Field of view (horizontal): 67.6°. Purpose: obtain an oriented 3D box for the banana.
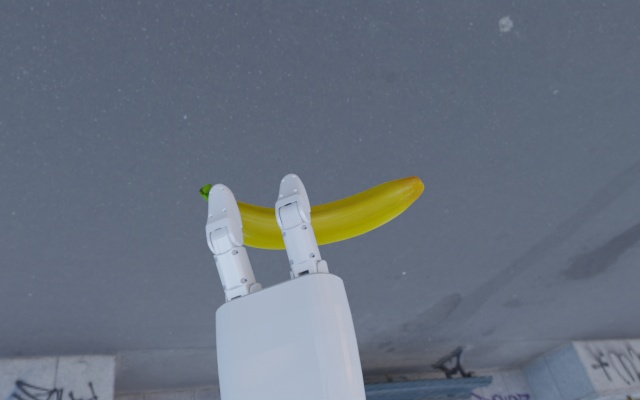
[{"bbox_3d":[-0.005,0.014,0.434,0.198,0.037,0.070,-4,-40,-9],"label":"banana"}]
